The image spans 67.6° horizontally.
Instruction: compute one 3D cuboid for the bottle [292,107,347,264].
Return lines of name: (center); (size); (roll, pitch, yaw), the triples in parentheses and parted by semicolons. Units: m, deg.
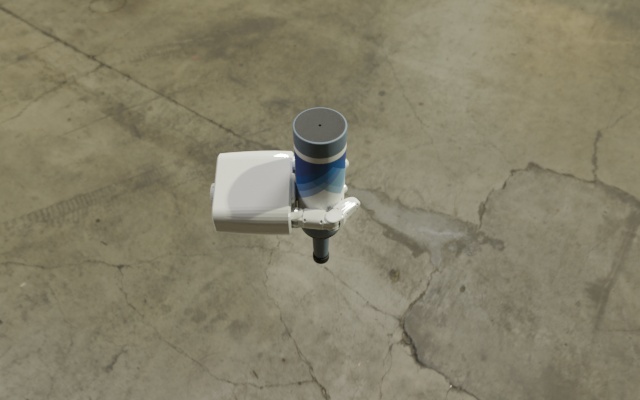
bottle: (0.000, 0.002, 0.688); (0.069, 0.069, 0.296); (0, -39, 0)
